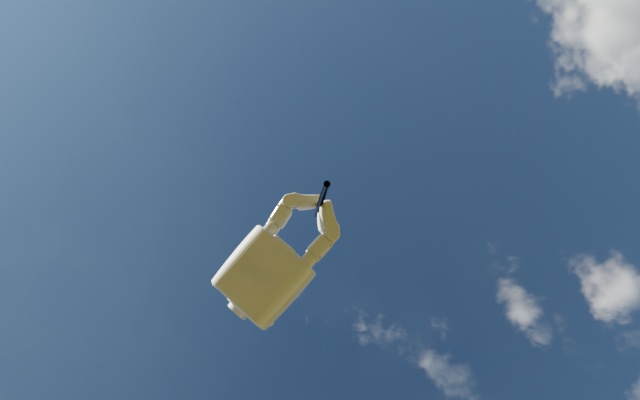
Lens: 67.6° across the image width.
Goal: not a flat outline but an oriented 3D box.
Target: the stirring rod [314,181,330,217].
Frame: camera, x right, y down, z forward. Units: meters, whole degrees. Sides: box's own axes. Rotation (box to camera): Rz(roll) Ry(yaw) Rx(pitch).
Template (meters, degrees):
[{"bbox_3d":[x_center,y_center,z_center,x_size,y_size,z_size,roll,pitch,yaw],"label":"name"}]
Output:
[{"bbox_3d":[0.000,0.002,0.666,0.011,0.011,0.239,0,-10,-4],"label":"stirring rod"}]
